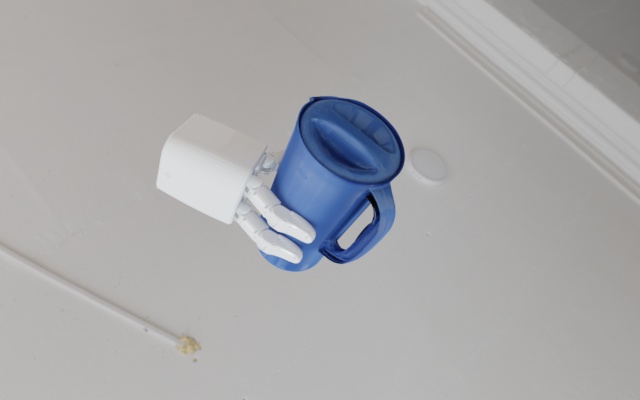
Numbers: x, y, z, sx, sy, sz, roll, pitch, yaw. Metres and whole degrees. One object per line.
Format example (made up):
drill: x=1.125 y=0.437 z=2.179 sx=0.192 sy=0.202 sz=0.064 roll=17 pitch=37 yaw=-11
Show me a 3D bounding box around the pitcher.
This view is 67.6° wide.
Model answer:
pitcher: x=0.000 y=0.002 z=0.616 sx=0.145 sy=0.149 sz=0.243 roll=25 pitch=-42 yaw=-6
